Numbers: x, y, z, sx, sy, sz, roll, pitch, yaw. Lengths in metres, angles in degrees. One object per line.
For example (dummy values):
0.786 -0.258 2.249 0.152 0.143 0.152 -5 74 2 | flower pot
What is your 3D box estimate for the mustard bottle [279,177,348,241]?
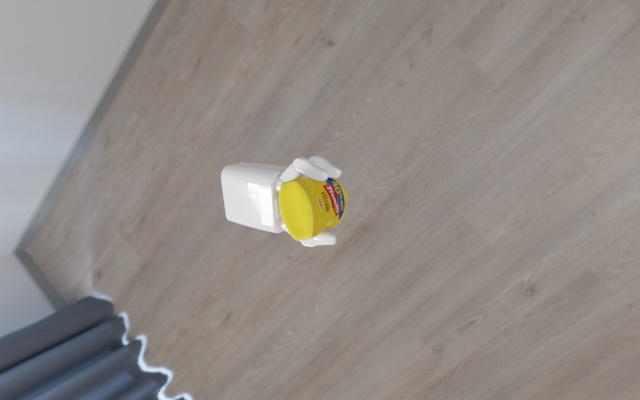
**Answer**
0.000 0.003 0.816 0.058 0.096 0.191 -16 2 26 | mustard bottle
